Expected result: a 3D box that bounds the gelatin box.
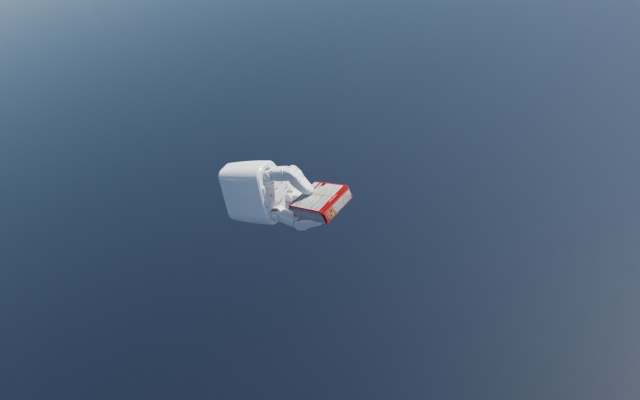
[{"bbox_3d":[0.000,0.002,0.829,0.089,0.030,0.073,9,45,48],"label":"gelatin box"}]
